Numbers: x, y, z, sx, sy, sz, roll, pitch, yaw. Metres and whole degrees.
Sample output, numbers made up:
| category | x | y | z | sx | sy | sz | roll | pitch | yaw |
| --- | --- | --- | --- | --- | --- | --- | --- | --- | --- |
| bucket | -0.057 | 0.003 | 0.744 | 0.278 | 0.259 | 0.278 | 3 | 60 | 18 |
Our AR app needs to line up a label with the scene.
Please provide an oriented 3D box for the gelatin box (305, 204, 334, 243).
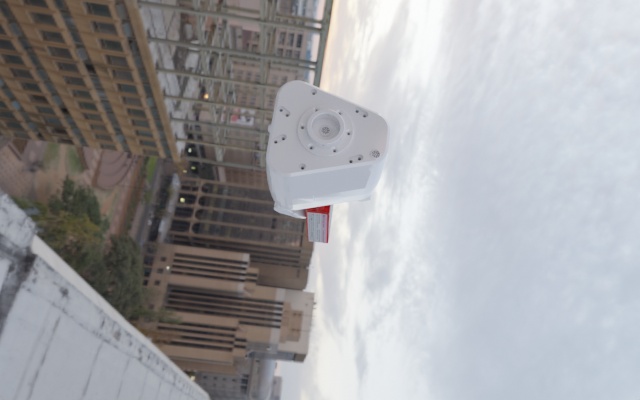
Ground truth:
| category | x | y | z | sx | sy | sz | roll | pitch | yaw |
| --- | --- | --- | --- | --- | --- | --- | --- | --- | --- |
| gelatin box | 0.001 | 0.002 | 0.590 | 0.030 | 0.073 | 0.089 | 6 | -28 | 4 |
